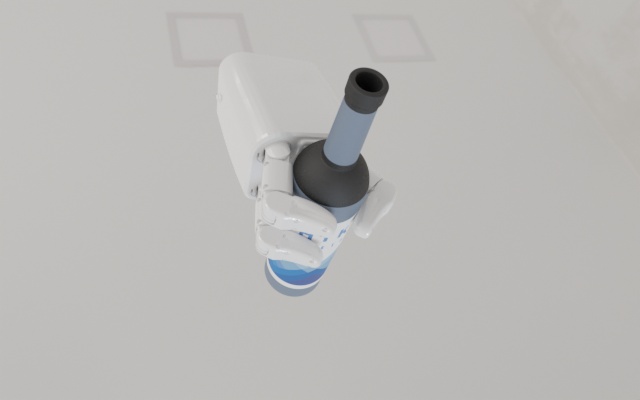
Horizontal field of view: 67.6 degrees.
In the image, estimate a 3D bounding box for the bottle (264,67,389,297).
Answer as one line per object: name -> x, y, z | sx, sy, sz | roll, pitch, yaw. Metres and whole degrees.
bottle -> 0.000, 0.002, 0.429 | 0.069, 0.069, 0.296 | 0, -32, -15
